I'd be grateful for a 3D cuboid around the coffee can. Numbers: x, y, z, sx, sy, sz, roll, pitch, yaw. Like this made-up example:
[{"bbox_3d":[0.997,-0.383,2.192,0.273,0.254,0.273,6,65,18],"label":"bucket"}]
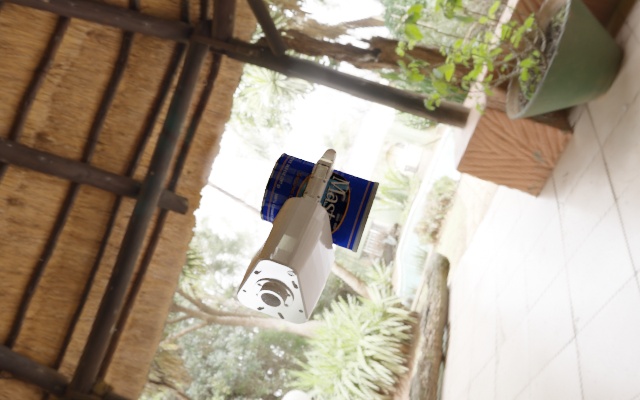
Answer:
[{"bbox_3d":[0.000,0.002,0.666,0.140,0.103,0.103,18,2,6],"label":"coffee can"}]
